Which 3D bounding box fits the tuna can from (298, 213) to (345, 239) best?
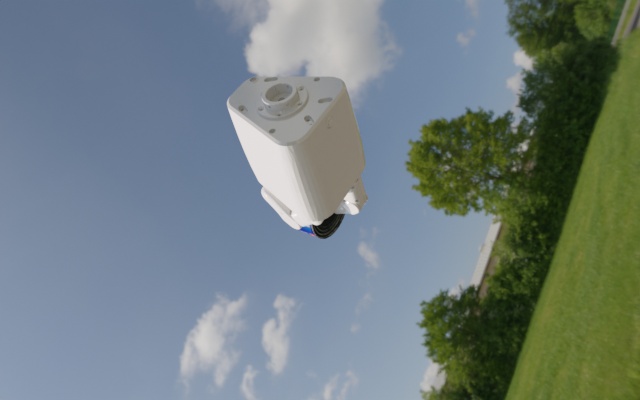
[{"bbox_3d":[0.000,0.002,0.589,0.033,0.086,0.086,16,8,29],"label":"tuna can"}]
